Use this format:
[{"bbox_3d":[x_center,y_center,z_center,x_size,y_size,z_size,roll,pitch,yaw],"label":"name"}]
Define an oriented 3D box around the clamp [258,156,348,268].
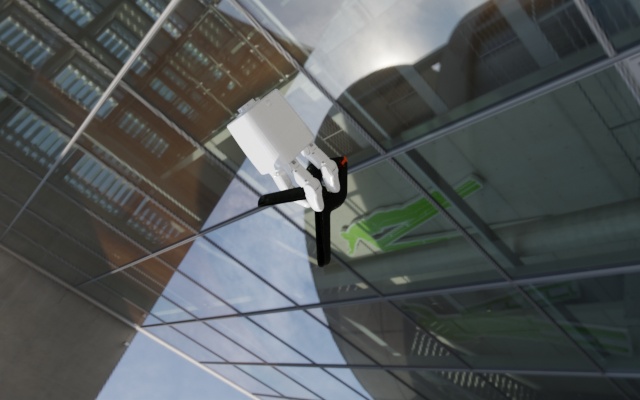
[{"bbox_3d":[0.000,0.002,0.846,0.036,0.164,0.210,-21,22,48],"label":"clamp"}]
